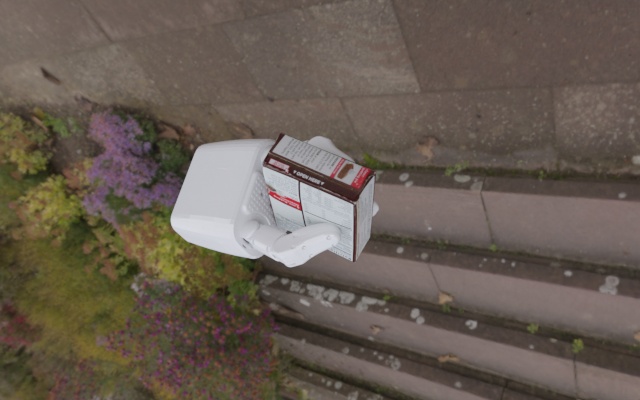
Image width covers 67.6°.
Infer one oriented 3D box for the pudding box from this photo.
[{"bbox_3d":[0.000,0.001,0.424,0.090,0.039,0.114,23,-26,16],"label":"pudding box"}]
